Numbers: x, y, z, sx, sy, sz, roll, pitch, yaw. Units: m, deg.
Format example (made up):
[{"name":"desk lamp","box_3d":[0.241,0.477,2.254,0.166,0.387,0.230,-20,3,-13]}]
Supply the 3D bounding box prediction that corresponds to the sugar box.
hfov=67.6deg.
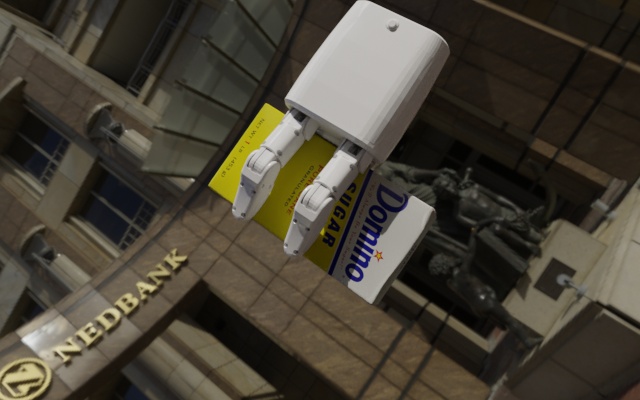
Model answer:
[{"name":"sugar box","box_3d":[0.000,0.001,0.410,0.176,0.093,0.048,33,-2,19]}]
